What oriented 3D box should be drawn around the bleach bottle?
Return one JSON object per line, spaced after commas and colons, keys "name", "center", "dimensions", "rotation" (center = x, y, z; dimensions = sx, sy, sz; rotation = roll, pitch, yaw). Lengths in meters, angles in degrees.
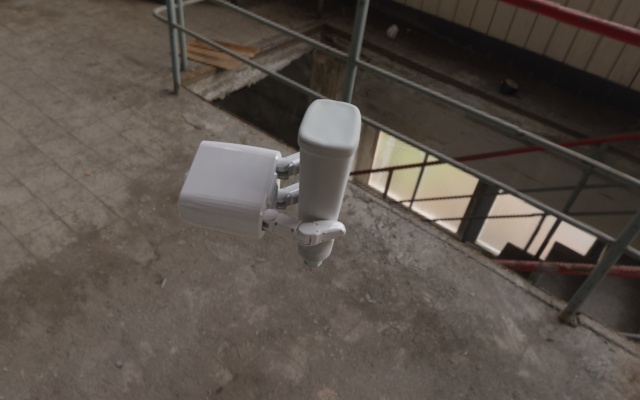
{"name": "bleach bottle", "center": [0.000, 0.002, 0.620], "dimensions": [0.068, 0.251, 0.102], "rotation": [10, 42, 3]}
